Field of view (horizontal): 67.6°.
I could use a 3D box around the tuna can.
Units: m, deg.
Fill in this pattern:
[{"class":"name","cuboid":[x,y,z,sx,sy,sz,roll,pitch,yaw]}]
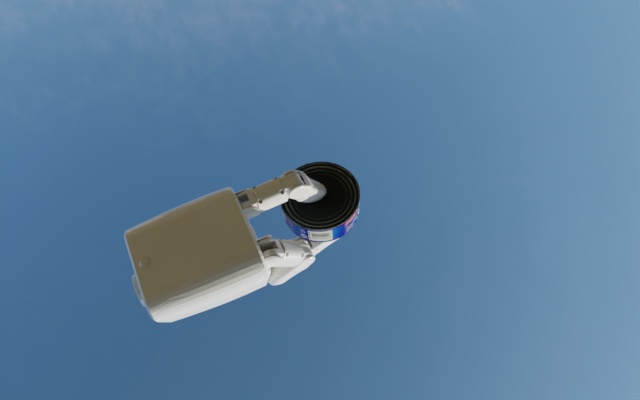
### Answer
[{"class":"tuna can","cuboid":[0.000,0.002,0.519,0.086,0.086,0.034,0,-31,4]}]
